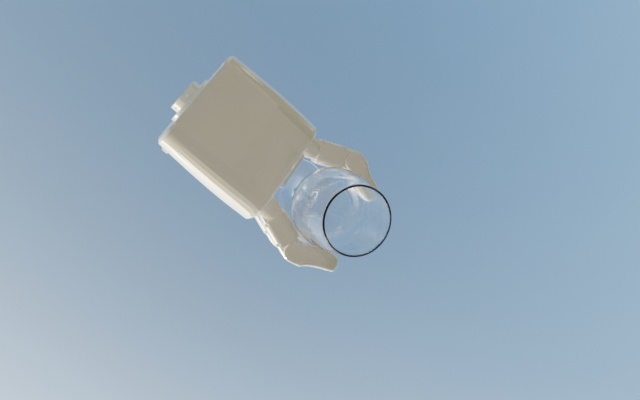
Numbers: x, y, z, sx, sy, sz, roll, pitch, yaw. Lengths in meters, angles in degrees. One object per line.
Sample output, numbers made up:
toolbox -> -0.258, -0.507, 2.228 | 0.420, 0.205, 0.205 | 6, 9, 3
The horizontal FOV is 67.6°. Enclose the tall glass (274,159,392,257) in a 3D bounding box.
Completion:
tall glass -> 0.000, 0.002, 0.485 | 0.079, 0.079, 0.201 | 0, 9, -19
